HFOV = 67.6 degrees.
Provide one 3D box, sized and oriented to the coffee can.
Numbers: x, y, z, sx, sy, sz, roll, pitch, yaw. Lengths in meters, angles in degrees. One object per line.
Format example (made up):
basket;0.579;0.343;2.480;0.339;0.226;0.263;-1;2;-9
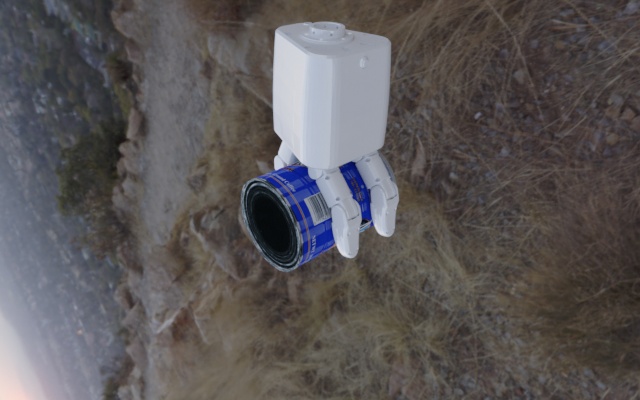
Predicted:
coffee can;0.000;0.002;0.522;0.140;0.103;0.103;-25;15;-34
